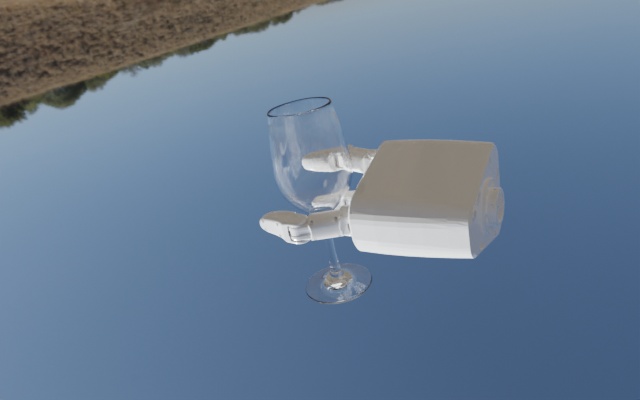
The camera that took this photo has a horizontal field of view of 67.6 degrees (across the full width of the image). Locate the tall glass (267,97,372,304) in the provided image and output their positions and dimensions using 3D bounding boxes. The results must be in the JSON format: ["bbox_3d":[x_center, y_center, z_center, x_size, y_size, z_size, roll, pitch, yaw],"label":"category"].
[{"bbox_3d":[0.000,0.002,0.483,0.079,0.201,0.079,-11,23,5],"label":"tall glass"}]
